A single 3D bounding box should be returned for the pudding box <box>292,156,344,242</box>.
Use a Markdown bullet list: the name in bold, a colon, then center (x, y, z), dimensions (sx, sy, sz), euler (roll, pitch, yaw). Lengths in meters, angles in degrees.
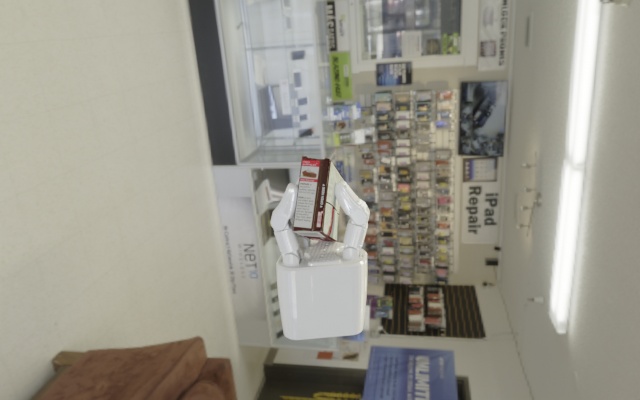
- **pudding box**: center (0.000, 0.002, 0.595), dimensions (0.039, 0.090, 0.113), euler (5, -9, 10)
